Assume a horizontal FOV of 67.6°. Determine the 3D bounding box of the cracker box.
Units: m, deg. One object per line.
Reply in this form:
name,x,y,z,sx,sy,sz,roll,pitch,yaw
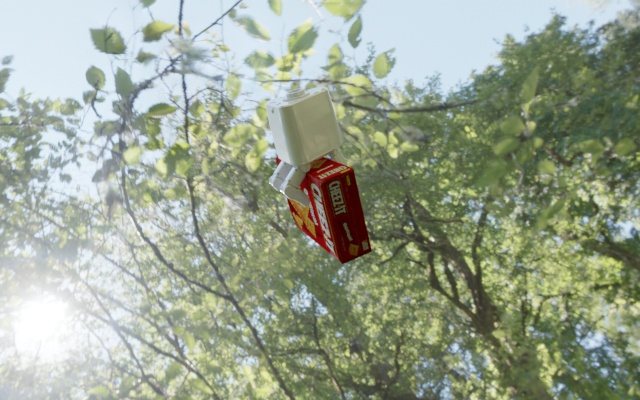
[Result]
cracker box,0.000,0.003,0.899,0.072,0.164,0.213,-23,24,-18
